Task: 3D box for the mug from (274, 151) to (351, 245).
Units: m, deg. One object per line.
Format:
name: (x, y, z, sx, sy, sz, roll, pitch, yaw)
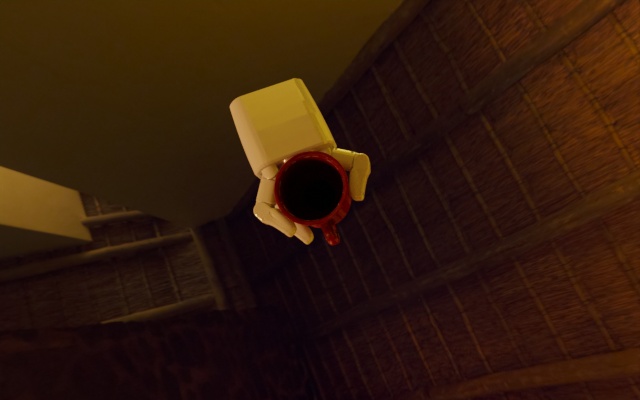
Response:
mug: (0.001, 0.003, 0.617, 0.093, 0.117, 0.081, -25, -14, 6)
